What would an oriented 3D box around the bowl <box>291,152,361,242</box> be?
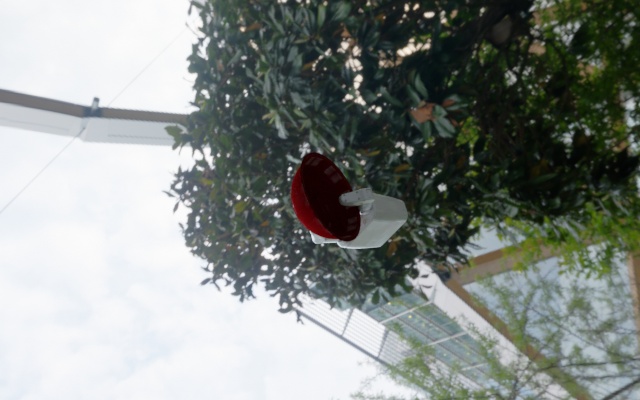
[{"bbox_3d":[-0.001,0.002,0.803,0.055,0.162,0.162,-27,-14,29],"label":"bowl"}]
